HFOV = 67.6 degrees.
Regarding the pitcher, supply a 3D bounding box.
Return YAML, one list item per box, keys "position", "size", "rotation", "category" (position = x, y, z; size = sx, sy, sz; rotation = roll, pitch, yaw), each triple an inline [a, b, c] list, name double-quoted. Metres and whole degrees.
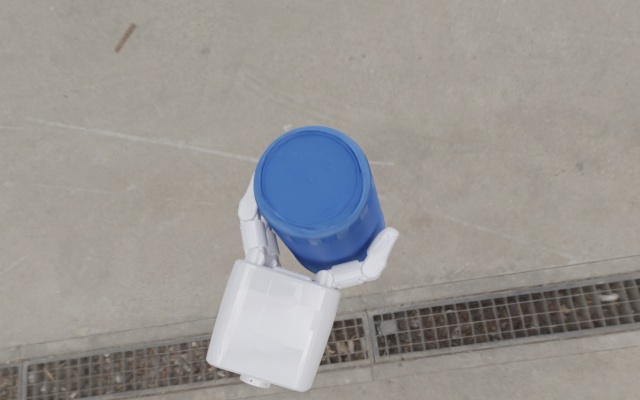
- position: [0.000, 0.002, 0.537]
  size: [0.149, 0.145, 0.243]
  rotation: [14, -12, 11]
  category: "pitcher"
